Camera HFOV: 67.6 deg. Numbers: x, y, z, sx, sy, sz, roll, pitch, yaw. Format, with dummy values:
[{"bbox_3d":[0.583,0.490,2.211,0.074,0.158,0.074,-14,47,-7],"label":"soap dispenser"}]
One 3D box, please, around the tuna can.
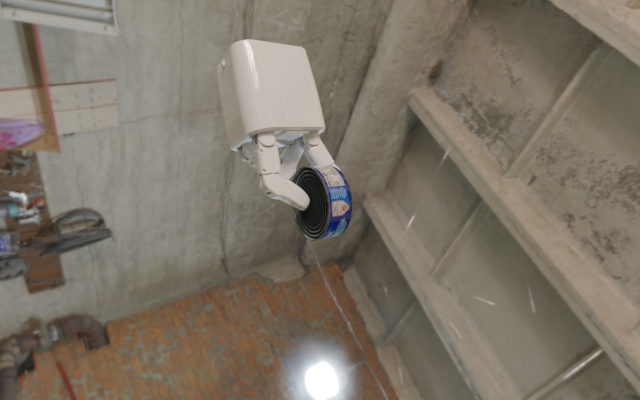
[{"bbox_3d":[0.001,0.002,0.554,0.034,0.086,0.086,-7,4,-31],"label":"tuna can"}]
